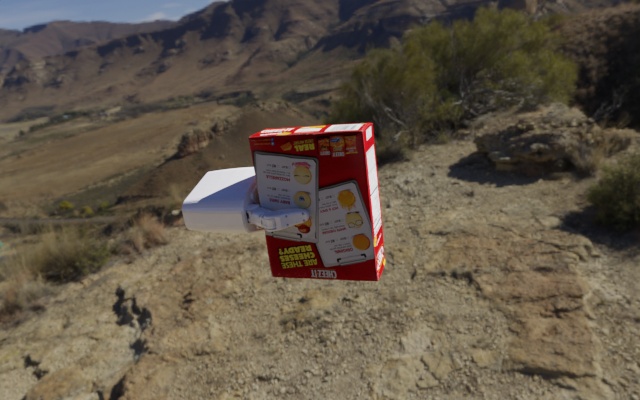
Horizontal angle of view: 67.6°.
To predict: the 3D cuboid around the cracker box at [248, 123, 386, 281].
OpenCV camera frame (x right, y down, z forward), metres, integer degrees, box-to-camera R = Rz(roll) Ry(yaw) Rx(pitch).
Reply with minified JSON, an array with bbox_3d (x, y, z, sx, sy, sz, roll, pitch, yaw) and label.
[{"bbox_3d":[0.000,0.002,0.677,0.164,0.214,0.072,-1,20,20],"label":"cracker box"}]
